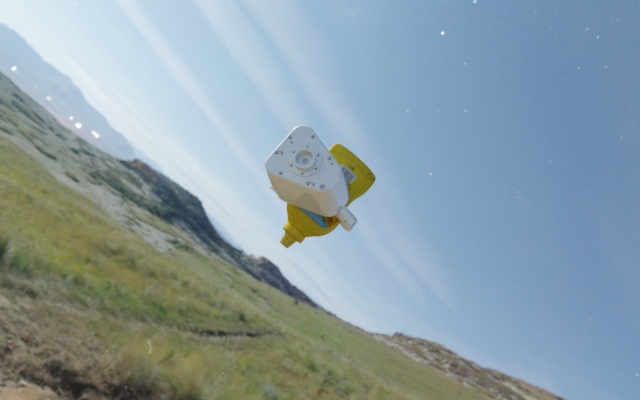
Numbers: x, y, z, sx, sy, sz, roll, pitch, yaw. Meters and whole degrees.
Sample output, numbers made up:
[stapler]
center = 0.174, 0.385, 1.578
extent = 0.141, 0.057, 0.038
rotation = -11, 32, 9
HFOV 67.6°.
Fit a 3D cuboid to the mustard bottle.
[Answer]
[mustard bottle]
center = 0.000, 0.003, 0.806
extent = 0.096, 0.191, 0.058
rotation = 42, -11, -7
